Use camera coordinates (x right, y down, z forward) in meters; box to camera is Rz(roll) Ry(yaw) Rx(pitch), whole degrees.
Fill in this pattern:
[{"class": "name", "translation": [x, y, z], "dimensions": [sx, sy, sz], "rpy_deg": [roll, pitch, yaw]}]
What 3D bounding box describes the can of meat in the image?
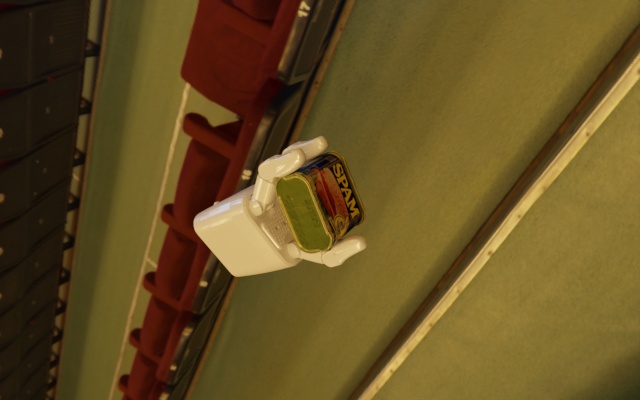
[{"class": "can of meat", "translation": [0.000, 0.002, 0.567], "dimensions": [0.057, 0.102, 0.084], "rpy_deg": [-15, 12, 36]}]
